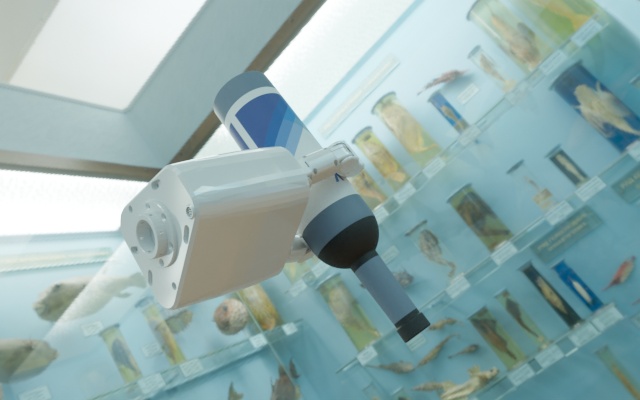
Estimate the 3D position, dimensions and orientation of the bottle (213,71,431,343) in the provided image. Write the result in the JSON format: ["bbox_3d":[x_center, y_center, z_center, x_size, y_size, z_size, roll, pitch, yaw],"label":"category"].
[{"bbox_3d":[0.000,0.001,0.452,0.069,0.295,0.069,-32,-19,-13],"label":"bottle"}]
